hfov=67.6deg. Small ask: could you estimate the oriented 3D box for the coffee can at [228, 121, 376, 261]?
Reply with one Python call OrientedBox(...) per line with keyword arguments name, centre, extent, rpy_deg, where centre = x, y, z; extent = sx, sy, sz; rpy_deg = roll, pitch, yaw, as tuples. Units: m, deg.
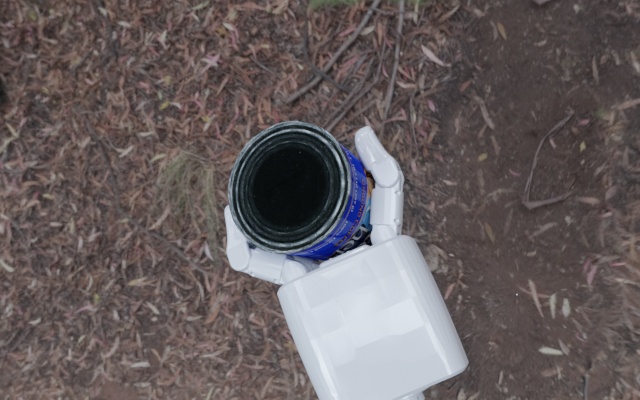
OrientedBox(name="coffee can", centre=(0.000, 0.001, 0.421), extent=(0.103, 0.103, 0.140), rpy_deg=(0, -10, 22))
